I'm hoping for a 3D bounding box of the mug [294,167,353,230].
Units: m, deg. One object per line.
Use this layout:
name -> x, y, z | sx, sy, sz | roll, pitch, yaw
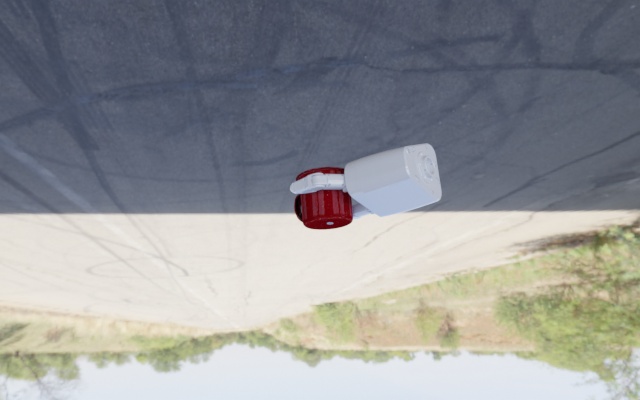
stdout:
mug -> -0.001, 0.003, 0.780 | 0.117, 0.081, 0.093 | -18, -21, 38
